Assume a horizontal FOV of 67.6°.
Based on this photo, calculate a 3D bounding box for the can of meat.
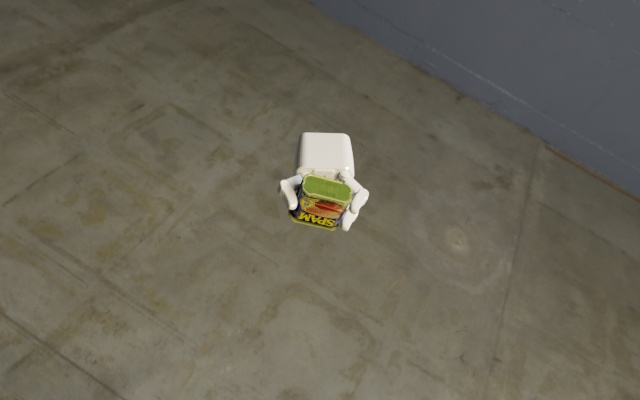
[{"bbox_3d":[0.000,0.003,0.894,0.102,0.057,0.084,14,-43,-13],"label":"can of meat"}]
